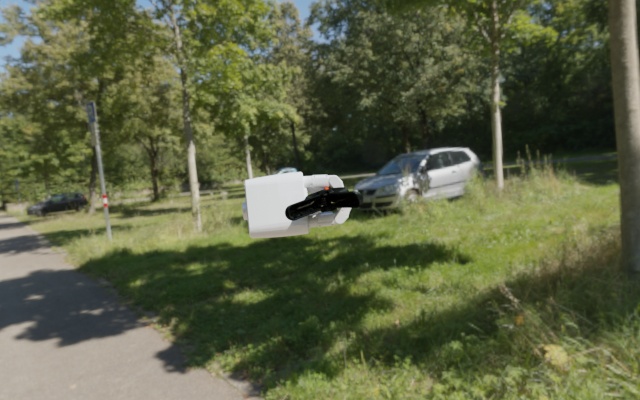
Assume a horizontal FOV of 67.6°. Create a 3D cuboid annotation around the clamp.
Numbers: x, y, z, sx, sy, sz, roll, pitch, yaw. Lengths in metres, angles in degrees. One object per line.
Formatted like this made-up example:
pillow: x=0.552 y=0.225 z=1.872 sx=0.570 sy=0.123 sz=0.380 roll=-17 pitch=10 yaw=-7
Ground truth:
clamp: x=0.000 y=0.002 z=0.789 sx=0.120 sy=0.039 sz=0.171 roll=-7 pitch=3 yaw=-4
